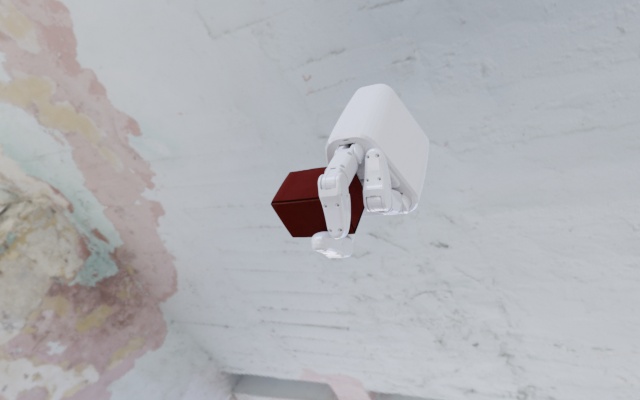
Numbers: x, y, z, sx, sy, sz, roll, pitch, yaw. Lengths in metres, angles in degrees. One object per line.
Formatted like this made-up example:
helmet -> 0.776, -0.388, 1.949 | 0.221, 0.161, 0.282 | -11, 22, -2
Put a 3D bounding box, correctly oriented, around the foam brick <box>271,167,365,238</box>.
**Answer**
foam brick -> 0.000, 0.002, 0.494 | 0.078, 0.053, 0.051 | -5, 41, 28
